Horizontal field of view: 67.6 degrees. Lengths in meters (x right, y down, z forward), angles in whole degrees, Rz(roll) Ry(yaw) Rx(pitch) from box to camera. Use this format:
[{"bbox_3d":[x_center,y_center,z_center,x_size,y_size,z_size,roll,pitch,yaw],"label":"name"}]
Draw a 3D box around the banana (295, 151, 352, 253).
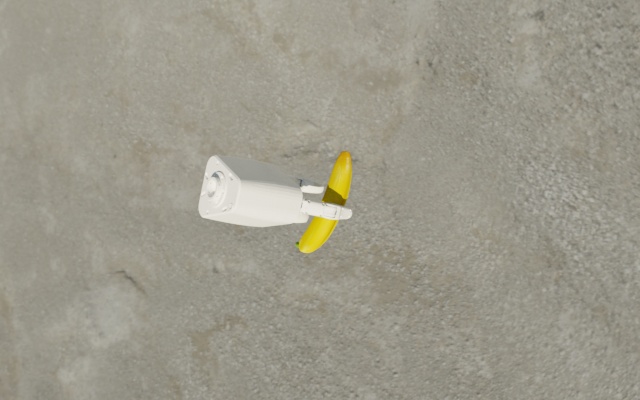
[{"bbox_3d":[0.006,0.016,0.772,0.037,0.198,0.069,11,28,-36],"label":"banana"}]
